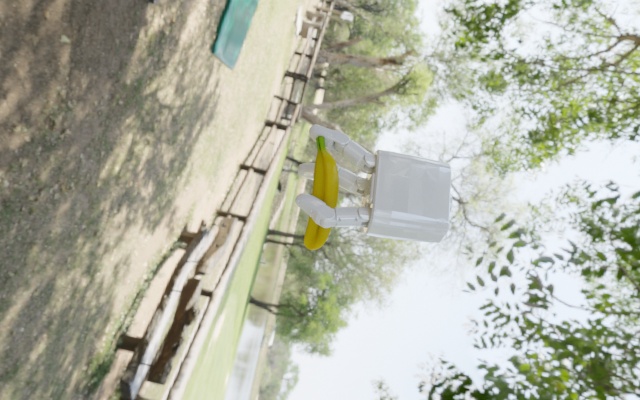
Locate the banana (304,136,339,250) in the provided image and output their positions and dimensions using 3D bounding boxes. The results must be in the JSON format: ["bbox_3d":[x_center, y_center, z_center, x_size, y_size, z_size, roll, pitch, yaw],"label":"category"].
[{"bbox_3d":[0.001,0.010,0.686,0.037,0.198,0.069,5,35,-6],"label":"banana"}]
